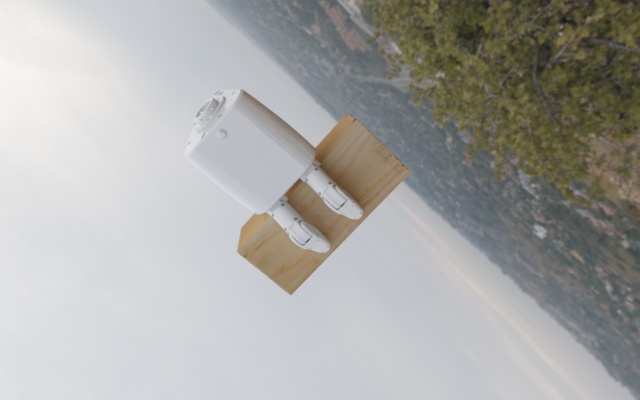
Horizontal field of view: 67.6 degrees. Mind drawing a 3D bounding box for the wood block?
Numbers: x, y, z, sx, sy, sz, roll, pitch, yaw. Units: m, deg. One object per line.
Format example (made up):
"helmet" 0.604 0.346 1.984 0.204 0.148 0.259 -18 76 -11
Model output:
"wood block" 0.000 0.002 0.593 0.090 0.206 0.090 41 9 -15
